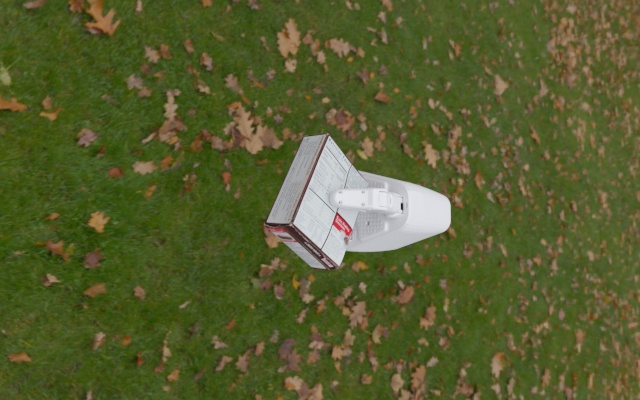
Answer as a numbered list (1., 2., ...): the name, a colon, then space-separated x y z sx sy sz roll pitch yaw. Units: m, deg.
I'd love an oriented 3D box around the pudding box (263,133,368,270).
1. pudding box: 0.000 0.002 0.490 0.039 0.113 0.090 -5 -37 38
